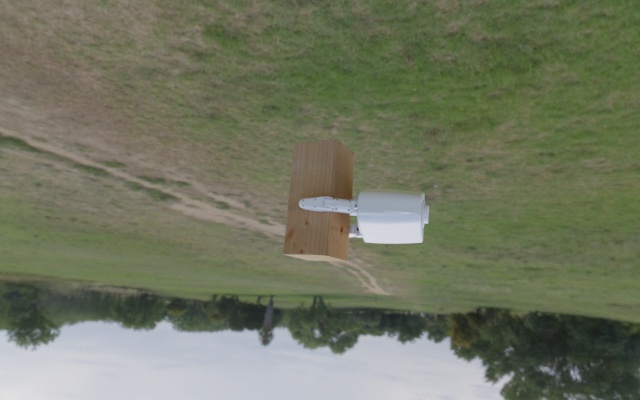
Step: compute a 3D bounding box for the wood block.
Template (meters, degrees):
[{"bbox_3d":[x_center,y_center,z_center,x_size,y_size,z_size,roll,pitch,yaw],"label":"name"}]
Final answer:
[{"bbox_3d":[0.000,0.003,0.876,0.090,0.206,0.091,-2,-14,28],"label":"wood block"}]
